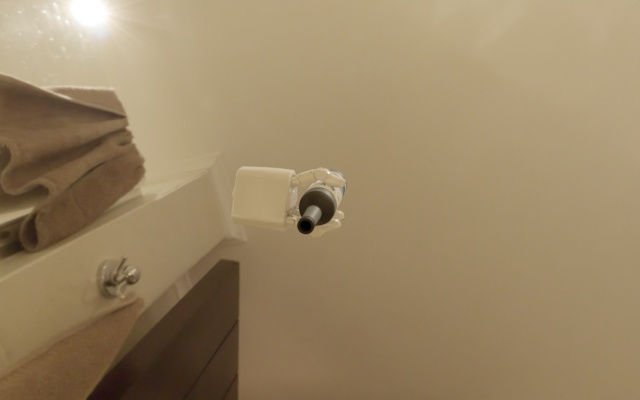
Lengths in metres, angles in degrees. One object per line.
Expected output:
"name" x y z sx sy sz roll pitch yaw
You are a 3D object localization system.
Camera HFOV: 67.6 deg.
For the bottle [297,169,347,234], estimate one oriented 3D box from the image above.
"bottle" 0.000 0.003 0.888 0.069 0.069 0.295 0 15 10
